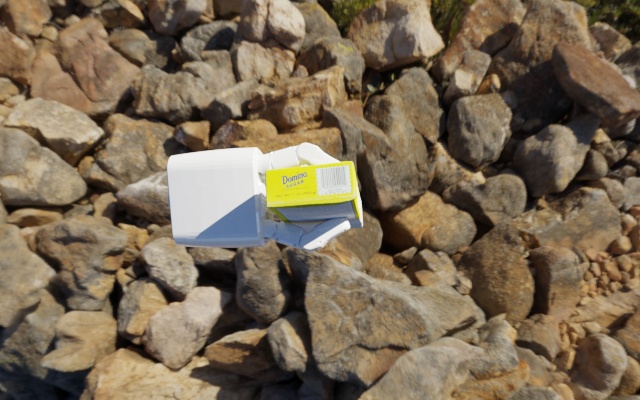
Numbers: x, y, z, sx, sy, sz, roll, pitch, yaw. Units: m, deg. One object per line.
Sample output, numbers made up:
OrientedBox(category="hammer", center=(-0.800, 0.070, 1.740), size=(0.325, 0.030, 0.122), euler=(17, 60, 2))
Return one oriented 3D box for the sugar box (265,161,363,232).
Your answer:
OrientedBox(category="sugar box", center=(0.000, 0.001, 0.560), size=(0.093, 0.048, 0.176), euler=(-5, -11, 5))
